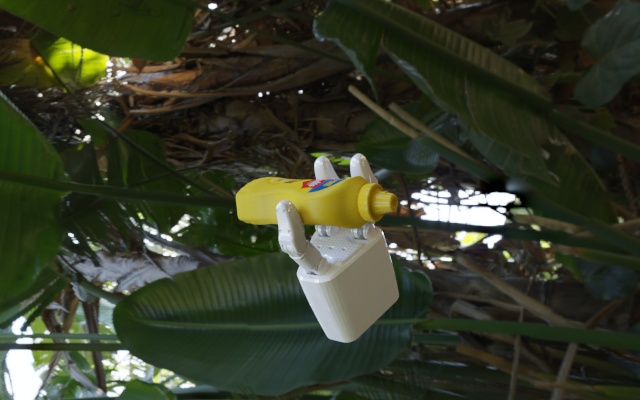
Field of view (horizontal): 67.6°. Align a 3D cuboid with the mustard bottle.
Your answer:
[{"bbox_3d":[0.000,0.001,0.554,0.191,0.058,0.096,1,9,36],"label":"mustard bottle"}]
